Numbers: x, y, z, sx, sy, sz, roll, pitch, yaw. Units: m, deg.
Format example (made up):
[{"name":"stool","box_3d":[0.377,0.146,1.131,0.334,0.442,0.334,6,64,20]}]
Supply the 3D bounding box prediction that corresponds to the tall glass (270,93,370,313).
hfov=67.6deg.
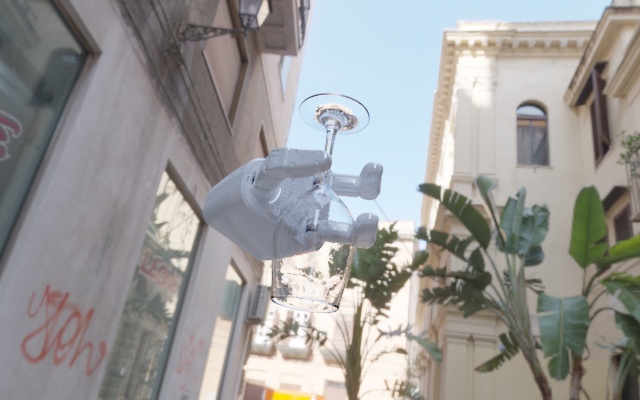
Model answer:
[{"name":"tall glass","box_3d":[0.000,0.001,0.457,0.079,0.201,0.079,7,-23,3]}]
